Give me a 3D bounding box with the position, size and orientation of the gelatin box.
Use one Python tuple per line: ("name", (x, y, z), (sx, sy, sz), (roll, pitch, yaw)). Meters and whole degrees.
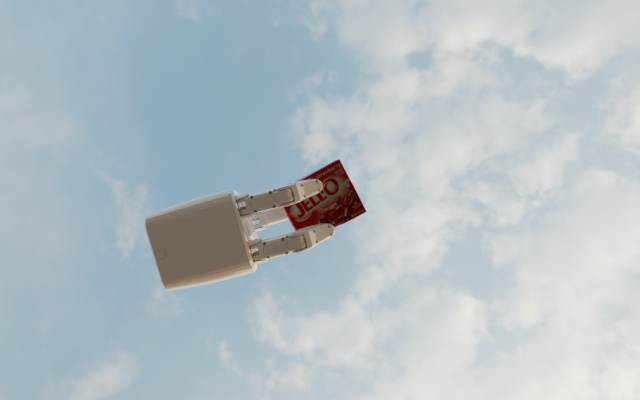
("gelatin box", (0.000, 0.002, 0.584), (0.089, 0.073, 0.030), (-28, 7, -5))
